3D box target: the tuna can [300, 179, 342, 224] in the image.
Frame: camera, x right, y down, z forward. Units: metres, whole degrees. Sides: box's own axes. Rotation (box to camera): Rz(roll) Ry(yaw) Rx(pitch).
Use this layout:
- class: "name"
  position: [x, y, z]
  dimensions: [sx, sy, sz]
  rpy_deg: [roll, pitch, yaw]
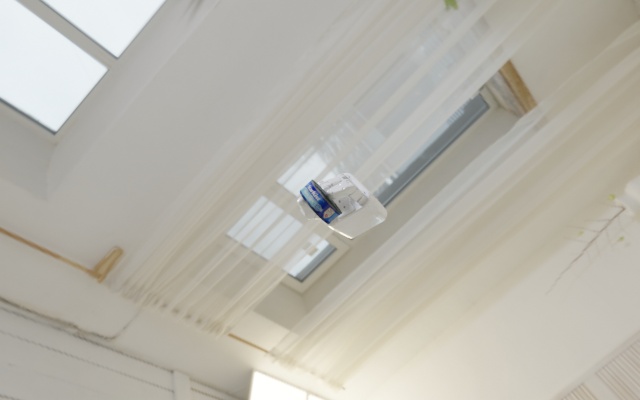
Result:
- class: "tuna can"
  position: [0.000, 0.003, 0.892]
  dimensions: [0.034, 0.086, 0.086]
  rpy_deg: [-41, -5, 6]
